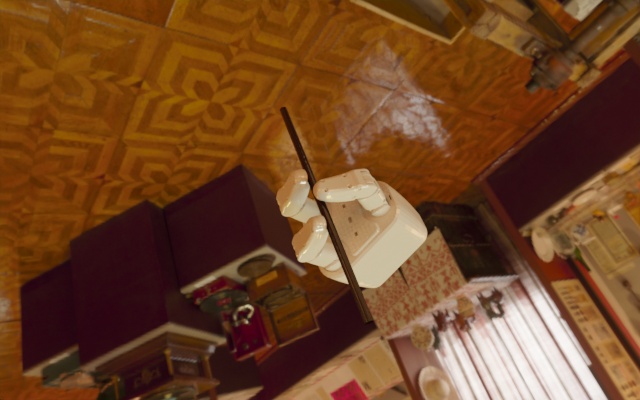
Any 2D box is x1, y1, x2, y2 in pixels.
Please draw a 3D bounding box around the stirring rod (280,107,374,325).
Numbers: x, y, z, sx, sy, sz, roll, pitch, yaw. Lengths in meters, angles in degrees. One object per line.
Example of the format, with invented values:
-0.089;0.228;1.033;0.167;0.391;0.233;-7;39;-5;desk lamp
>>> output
0.000;0.001;0.445;0.011;0.239;0.011;-17;-30;-10;stirring rod
